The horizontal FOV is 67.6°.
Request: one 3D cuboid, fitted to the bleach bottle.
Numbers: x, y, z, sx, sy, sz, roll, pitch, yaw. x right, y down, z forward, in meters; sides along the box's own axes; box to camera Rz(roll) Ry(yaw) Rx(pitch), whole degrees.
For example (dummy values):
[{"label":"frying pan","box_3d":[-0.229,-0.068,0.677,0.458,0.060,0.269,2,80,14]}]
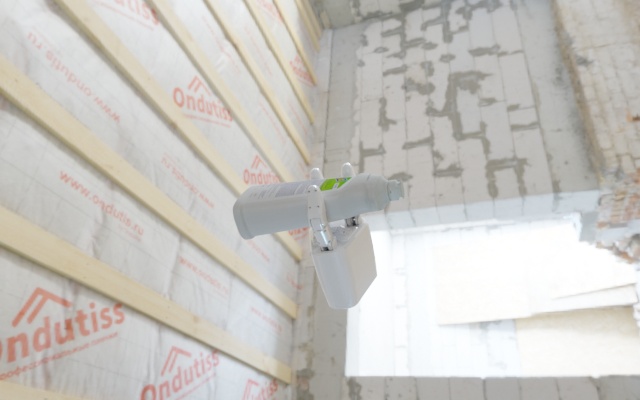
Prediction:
[{"label":"bleach bottle","box_3d":[0.000,0.002,0.729,0.251,0.068,0.102,-7,24,18]}]
